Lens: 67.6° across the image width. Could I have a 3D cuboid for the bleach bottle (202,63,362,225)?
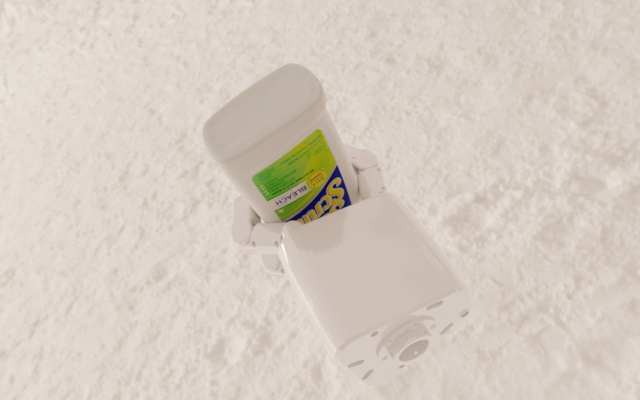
[{"bbox_3d":[0.000,0.001,0.446,0.102,0.068,0.251,-34,-42,1],"label":"bleach bottle"}]
